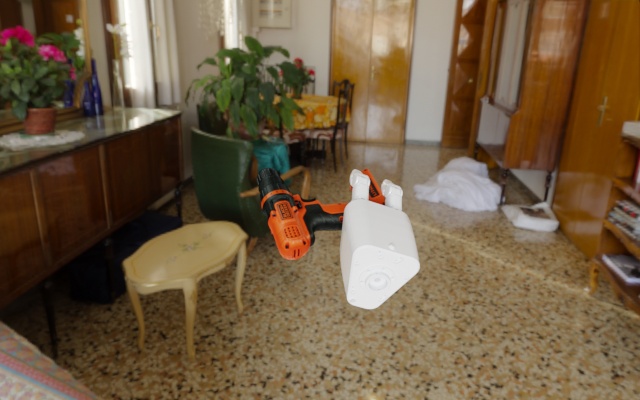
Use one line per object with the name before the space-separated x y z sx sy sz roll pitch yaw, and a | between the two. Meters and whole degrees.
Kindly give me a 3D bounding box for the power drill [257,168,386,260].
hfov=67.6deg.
power drill | 0.001 0.003 0.768 0.187 0.184 0.057 -12 -41 -14
